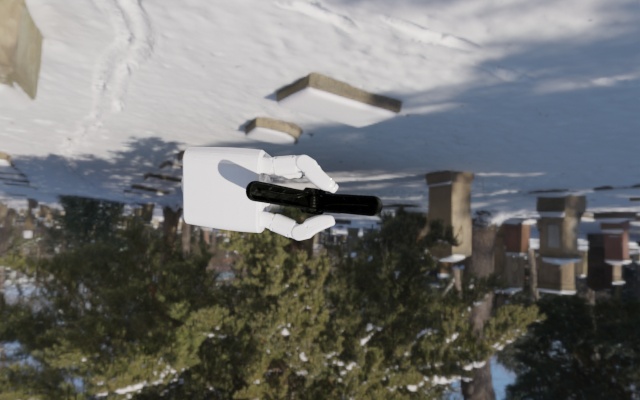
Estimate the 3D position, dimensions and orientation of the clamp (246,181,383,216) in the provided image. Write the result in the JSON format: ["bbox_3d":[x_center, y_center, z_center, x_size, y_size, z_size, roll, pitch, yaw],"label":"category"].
[{"bbox_3d":[0.000,0.003,0.657,0.164,0.036,0.210,8,-2,6],"label":"clamp"}]
